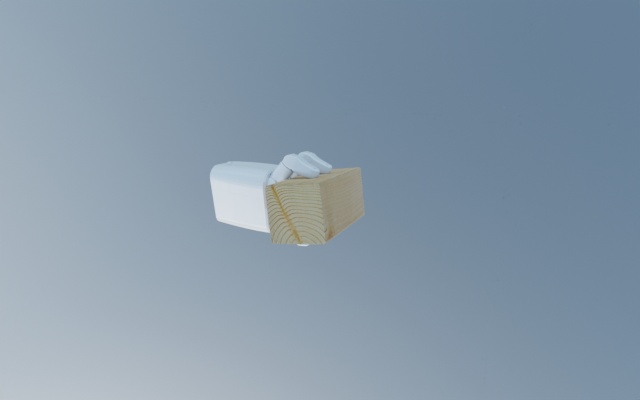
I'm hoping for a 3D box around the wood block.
[{"bbox_3d":[0.000,0.003,0.783,0.090,0.091,0.206,-1,10,22],"label":"wood block"}]
